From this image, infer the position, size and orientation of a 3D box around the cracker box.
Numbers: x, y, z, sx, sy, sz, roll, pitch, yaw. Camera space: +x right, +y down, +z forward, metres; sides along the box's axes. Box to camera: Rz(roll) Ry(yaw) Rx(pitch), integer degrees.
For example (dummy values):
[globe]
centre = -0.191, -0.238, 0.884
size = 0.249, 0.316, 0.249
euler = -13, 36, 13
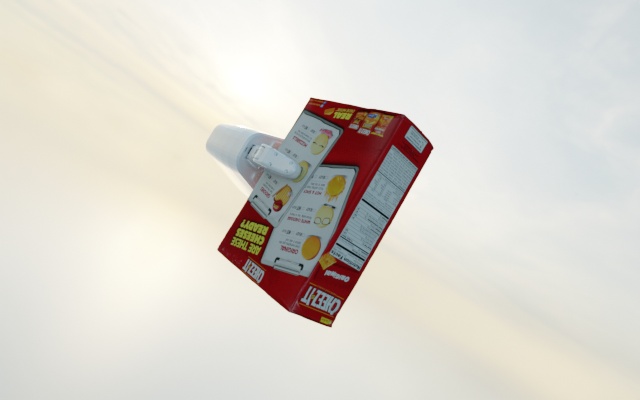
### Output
[cracker box]
centre = 0.000, 0.001, 0.517
size = 0.072, 0.213, 0.164
euler = 33, -5, -39
